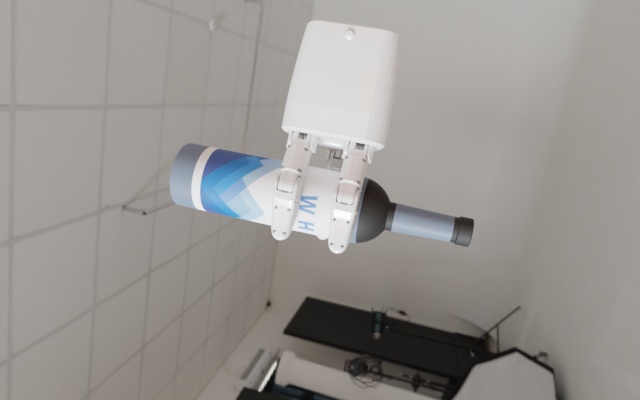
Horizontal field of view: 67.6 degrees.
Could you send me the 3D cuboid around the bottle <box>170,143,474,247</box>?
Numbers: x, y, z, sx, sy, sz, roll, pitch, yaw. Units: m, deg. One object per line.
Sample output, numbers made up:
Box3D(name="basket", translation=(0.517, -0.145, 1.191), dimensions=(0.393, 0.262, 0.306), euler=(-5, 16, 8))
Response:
Box3D(name="bottle", translation=(0.000, 0.002, 0.476), dimensions=(0.295, 0.069, 0.069), euler=(12, 2, 10))
